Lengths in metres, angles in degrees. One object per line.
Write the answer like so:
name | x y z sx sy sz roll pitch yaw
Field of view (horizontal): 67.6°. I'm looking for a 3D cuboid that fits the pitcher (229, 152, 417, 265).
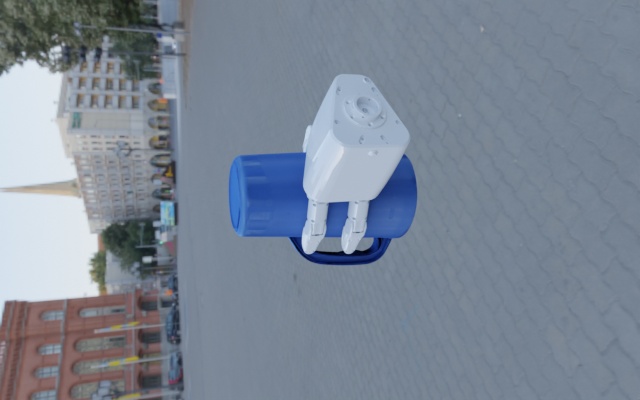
pitcher | 0.000 0.002 0.667 0.243 0.149 0.145 -2 -30 -19
